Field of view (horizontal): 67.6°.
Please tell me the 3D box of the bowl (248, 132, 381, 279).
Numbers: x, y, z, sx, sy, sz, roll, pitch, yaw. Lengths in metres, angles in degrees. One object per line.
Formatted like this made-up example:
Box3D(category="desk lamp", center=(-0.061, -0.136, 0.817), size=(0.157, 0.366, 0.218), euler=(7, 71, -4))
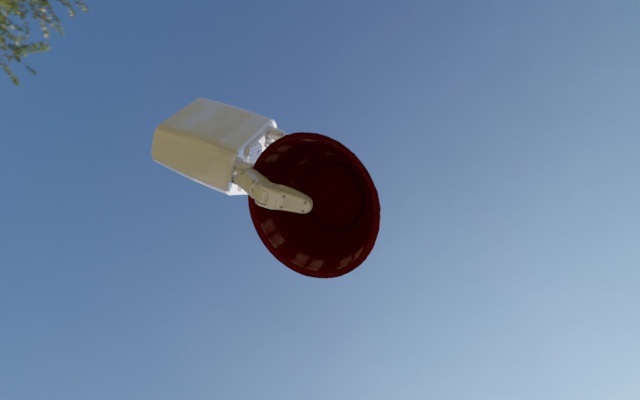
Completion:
Box3D(category="bowl", center=(0.001, 0.002, 0.531), size=(0.162, 0.162, 0.055), euler=(0, 14, 29))
